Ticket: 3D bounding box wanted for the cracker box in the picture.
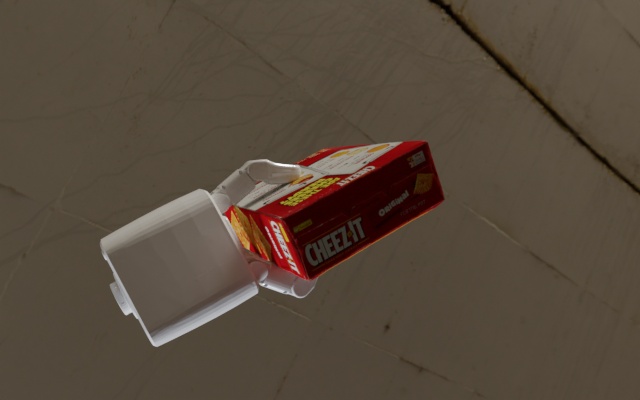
[{"bbox_3d":[0.000,0.002,0.518,0.164,0.072,0.213,-29,16,-21],"label":"cracker box"}]
